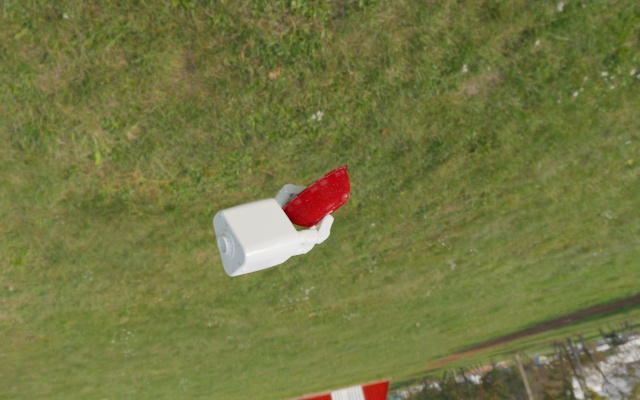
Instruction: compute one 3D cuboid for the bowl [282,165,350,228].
[{"bbox_3d":[0.001,0.003,0.893,0.162,0.055,0.162,-36,-5,-4],"label":"bowl"}]
